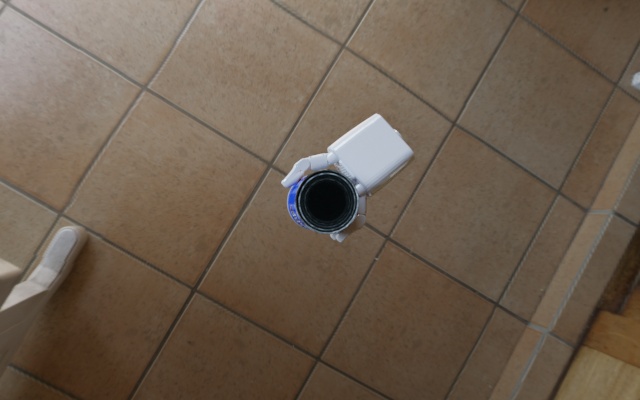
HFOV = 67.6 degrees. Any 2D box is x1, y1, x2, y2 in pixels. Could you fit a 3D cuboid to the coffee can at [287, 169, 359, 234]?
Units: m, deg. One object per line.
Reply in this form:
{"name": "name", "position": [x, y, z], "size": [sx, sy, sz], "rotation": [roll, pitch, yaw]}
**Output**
{"name": "coffee can", "position": [0.000, 0.003, 0.813], "size": [0.103, 0.103, 0.140], "rotation": [0, -1, -9]}
